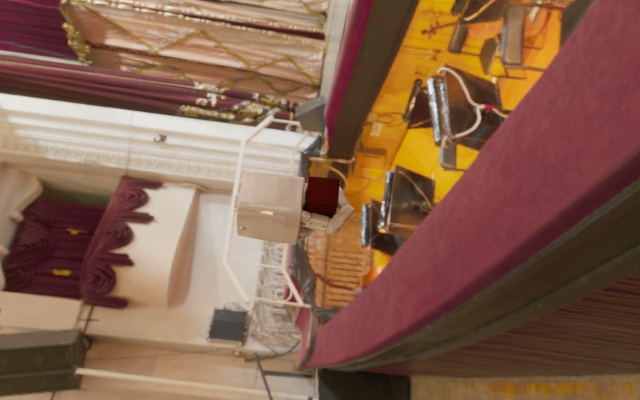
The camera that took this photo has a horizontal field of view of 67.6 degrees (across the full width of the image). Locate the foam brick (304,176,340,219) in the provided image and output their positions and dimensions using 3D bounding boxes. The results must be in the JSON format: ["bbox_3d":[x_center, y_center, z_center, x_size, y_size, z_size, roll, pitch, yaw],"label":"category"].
[{"bbox_3d":[0.000,0.002,0.806,0.051,0.053,0.078,7,-31,-4],"label":"foam brick"}]
